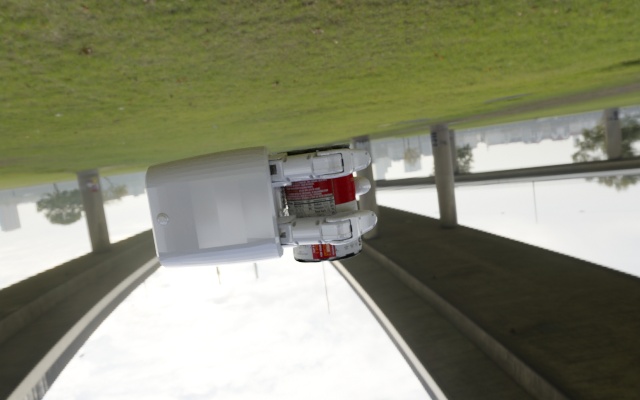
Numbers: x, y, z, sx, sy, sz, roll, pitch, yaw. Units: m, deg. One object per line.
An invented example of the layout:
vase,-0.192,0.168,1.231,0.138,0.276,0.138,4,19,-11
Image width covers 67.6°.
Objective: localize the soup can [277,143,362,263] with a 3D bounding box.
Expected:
soup can,0.001,0.002,0.447,0.068,0.102,0.068,-7,6,1
